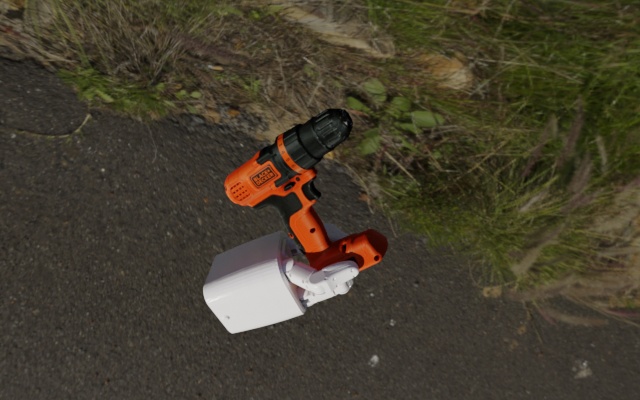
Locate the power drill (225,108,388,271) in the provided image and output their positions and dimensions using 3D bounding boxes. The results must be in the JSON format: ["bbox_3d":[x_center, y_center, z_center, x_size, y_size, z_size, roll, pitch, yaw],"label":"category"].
[{"bbox_3d":[0.000,0.002,0.575,0.184,0.188,0.057,-29,14,30],"label":"power drill"}]
